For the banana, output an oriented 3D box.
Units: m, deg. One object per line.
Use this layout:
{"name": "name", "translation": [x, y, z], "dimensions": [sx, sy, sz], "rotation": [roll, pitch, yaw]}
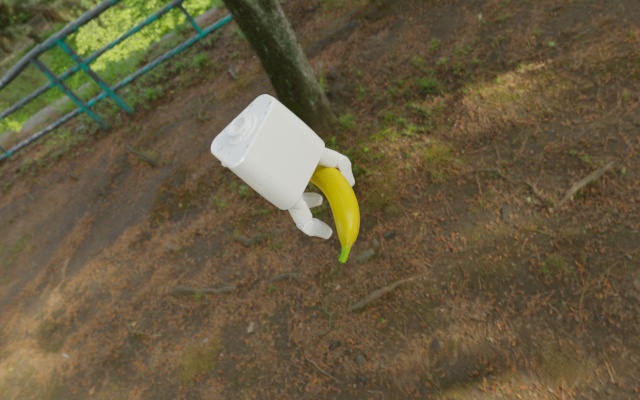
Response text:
{"name": "banana", "translation": [0.014, -0.007, 0.683], "dimensions": [0.070, 0.197, 0.037], "rotation": [-43, -46, 21]}
